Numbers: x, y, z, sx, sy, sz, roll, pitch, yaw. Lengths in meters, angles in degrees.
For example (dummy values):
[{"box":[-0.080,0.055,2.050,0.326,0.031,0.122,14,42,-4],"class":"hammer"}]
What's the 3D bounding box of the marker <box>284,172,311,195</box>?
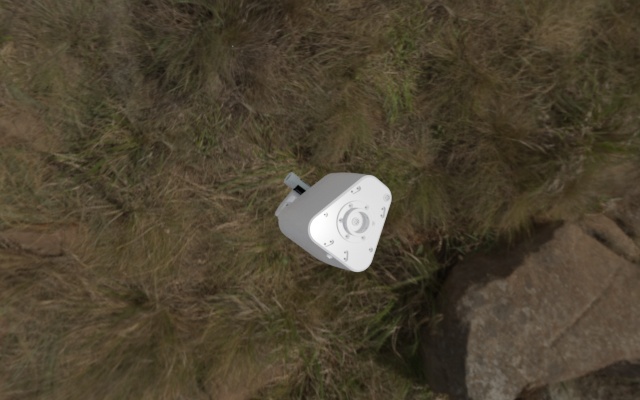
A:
[{"box":[0.000,0.002,0.682,0.121,0.020,0.020,37,-14,-19],"class":"marker"}]
